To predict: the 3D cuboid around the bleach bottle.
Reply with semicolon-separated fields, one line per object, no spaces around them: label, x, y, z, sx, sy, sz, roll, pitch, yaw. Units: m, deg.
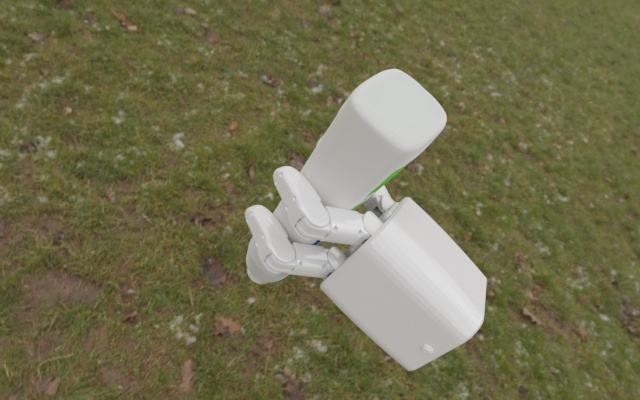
bleach bottle;0.000;0.001;0.435;0.102;0.068;0.251;-40;-7;-48
